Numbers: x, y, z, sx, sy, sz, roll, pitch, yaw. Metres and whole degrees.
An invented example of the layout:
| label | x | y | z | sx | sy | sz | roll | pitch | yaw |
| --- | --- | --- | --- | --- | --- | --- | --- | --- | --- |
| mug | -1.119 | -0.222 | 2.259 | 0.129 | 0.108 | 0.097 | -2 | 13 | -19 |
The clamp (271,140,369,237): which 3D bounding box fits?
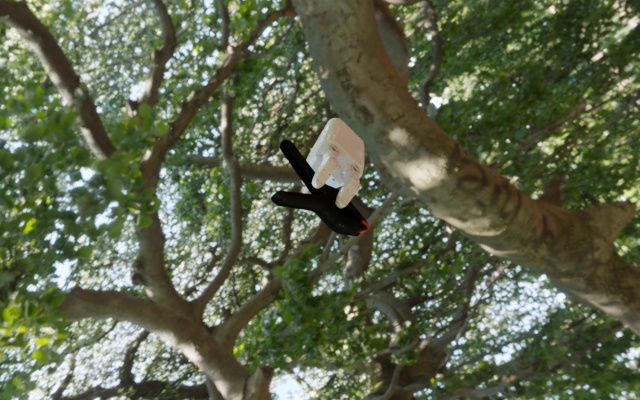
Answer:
| label | x | y | z | sx | sy | sz | roll | pitch | yaw |
| --- | --- | --- | --- | --- | --- | --- | --- | --- | --- |
| clamp | 0.000 | 0.003 | 0.807 | 0.036 | 0.210 | 0.164 | -39 | 21 | 29 |
